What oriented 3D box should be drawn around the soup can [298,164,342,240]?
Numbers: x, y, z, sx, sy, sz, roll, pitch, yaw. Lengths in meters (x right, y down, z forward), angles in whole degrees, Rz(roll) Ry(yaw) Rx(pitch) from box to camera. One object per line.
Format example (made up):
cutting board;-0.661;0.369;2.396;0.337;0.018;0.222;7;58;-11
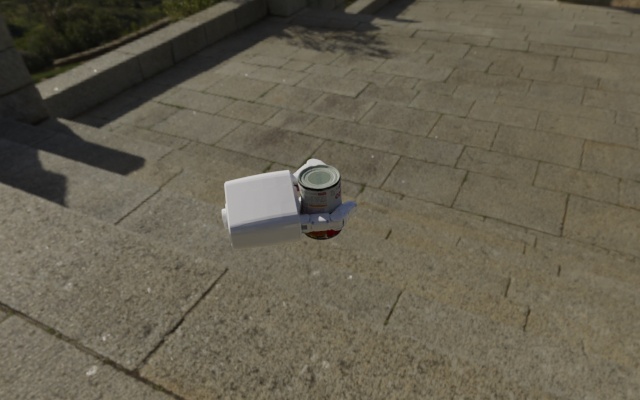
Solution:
soup can;0.001;0.002;0.755;0.068;0.102;0.068;-2;38;2
